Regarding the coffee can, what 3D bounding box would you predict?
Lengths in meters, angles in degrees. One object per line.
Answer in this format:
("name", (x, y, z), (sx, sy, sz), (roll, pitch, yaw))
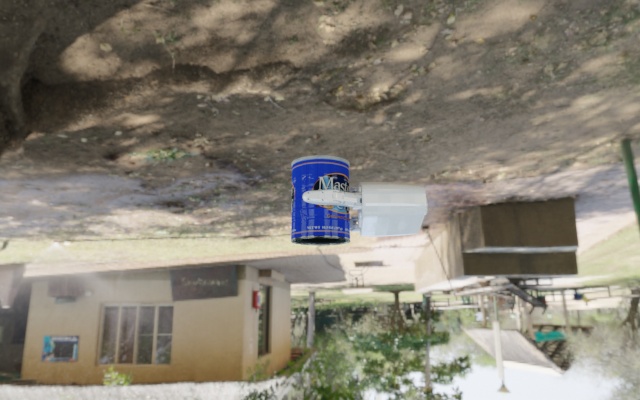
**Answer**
("coffee can", (0.000, 0.003, 0.830), (0.103, 0.140, 0.103), (0, -12, 0))
